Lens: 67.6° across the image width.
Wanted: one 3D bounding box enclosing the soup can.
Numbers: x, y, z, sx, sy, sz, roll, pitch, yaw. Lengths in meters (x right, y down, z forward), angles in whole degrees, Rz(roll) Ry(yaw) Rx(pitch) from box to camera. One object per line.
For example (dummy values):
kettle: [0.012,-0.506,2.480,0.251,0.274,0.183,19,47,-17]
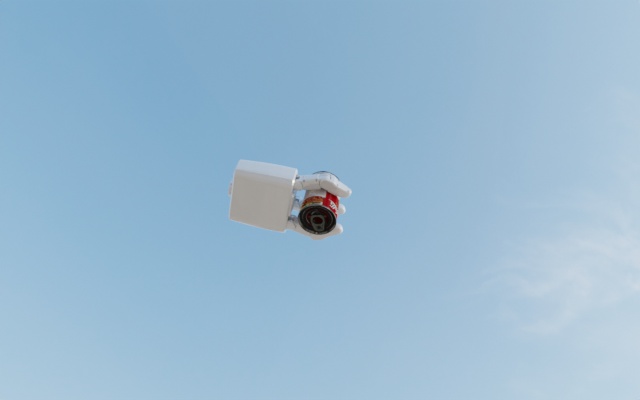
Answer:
soup can: [0.001,0.003,0.856,0.068,0.069,0.102,0,39,9]
